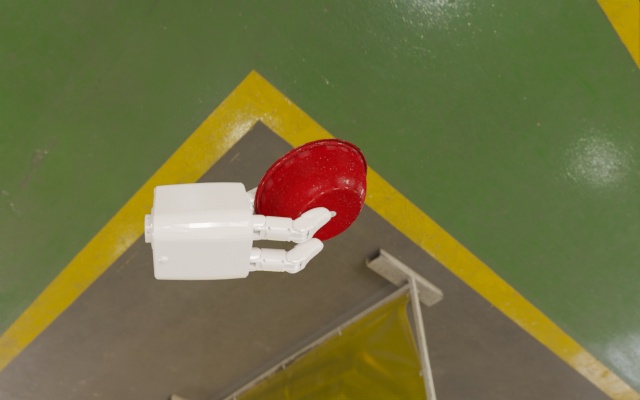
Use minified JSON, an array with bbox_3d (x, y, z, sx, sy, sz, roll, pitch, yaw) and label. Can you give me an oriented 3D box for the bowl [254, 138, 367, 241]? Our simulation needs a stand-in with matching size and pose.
[{"bbox_3d":[0.001,0.002,0.611,0.162,0.162,0.055,0,41,-34],"label":"bowl"}]
